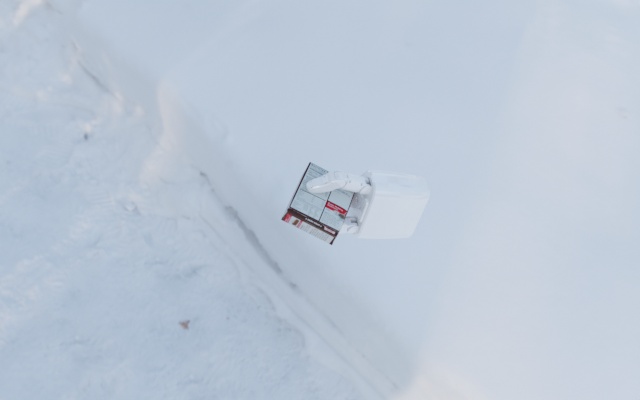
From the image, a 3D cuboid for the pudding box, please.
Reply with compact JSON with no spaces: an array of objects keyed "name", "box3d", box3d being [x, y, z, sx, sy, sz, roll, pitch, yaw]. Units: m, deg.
[{"name":"pudding box","box3d":[0.000,0.002,0.756,0.090,0.113,0.039,27,-44,-4]}]
